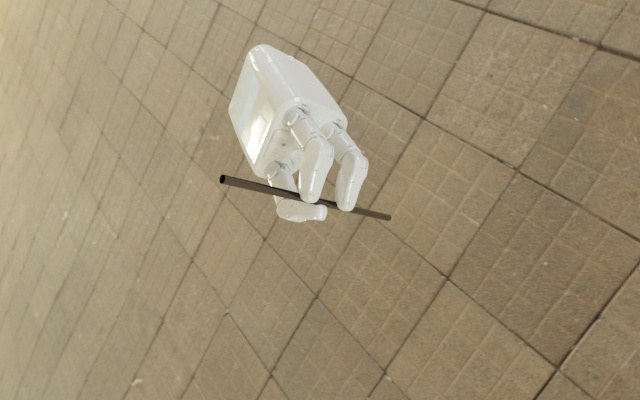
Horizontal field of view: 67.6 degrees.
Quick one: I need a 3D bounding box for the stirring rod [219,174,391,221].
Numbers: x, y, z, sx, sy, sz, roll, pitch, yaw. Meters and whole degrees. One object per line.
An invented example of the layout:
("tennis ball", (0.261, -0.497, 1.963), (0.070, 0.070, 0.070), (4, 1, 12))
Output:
("stirring rod", (0.000, 0.002, 0.479), (0.011, 0.011, 0.239), (0, -9, 43))
